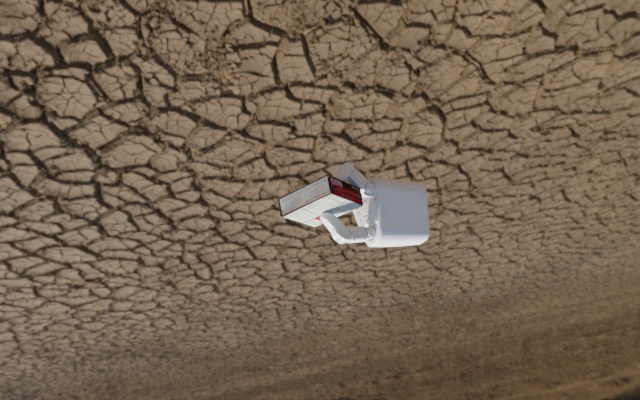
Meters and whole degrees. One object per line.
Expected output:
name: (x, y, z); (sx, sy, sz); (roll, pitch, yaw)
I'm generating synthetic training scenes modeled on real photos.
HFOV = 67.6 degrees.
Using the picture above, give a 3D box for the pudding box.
pudding box: (0.000, 0.003, 0.796); (0.113, 0.039, 0.090); (-27, -30, 31)
